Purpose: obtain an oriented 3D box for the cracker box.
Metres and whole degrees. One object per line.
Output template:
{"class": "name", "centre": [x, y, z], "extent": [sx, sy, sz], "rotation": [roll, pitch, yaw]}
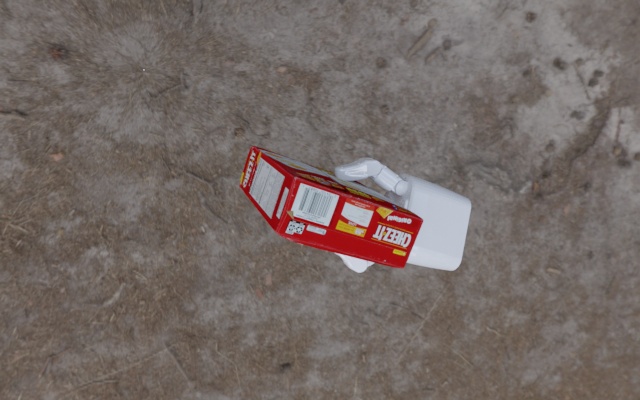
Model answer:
{"class": "cracker box", "centre": [0.000, 0.002, 0.599], "extent": [0.164, 0.072, 0.213], "rotation": [17, 8, -23]}
